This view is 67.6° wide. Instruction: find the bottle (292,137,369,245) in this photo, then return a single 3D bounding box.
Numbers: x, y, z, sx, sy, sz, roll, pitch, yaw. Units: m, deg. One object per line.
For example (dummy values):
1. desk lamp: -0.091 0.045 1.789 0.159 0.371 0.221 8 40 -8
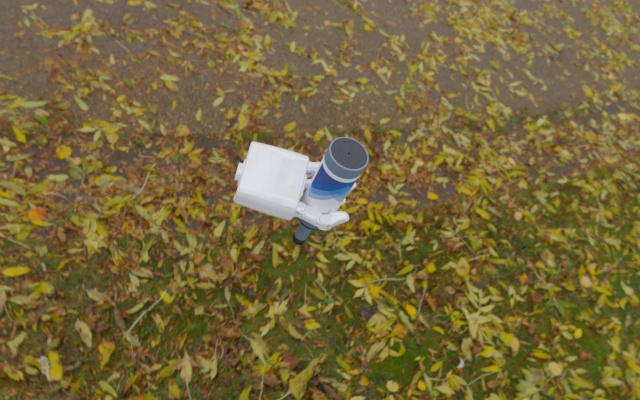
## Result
1. bottle: 0.000 0.003 0.867 0.069 0.069 0.296 0 -31 -21
